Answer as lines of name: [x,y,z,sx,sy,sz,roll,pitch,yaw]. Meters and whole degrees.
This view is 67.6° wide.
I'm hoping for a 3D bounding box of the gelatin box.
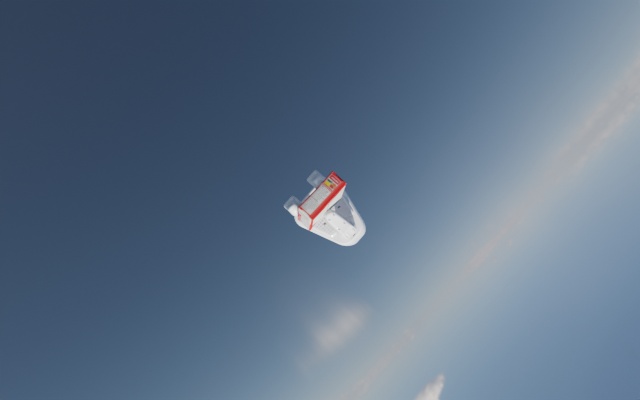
gelatin box: [0.000,0.003,0.702,0.030,0.073,0.089,42,-12,7]
